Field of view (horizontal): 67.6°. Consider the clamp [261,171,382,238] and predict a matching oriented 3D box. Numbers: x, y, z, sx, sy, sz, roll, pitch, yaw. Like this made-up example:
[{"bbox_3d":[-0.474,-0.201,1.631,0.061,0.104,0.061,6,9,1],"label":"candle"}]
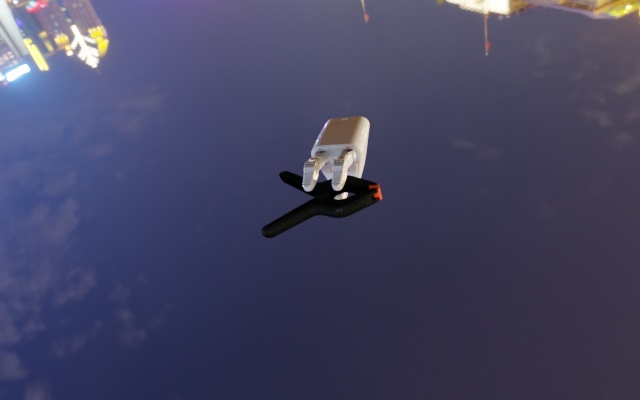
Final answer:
[{"bbox_3d":[0.001,0.003,0.841,0.210,0.036,0.164,-1,44,21],"label":"clamp"}]
